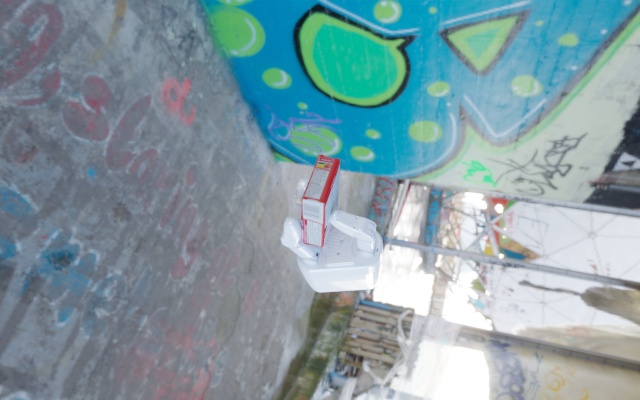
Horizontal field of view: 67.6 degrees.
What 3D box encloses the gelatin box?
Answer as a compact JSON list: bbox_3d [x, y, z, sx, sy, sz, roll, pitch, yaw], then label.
[{"bbox_3d":[0.001,0.002,0.576,0.030,0.073,0.089,13,-39,9],"label":"gelatin box"}]
